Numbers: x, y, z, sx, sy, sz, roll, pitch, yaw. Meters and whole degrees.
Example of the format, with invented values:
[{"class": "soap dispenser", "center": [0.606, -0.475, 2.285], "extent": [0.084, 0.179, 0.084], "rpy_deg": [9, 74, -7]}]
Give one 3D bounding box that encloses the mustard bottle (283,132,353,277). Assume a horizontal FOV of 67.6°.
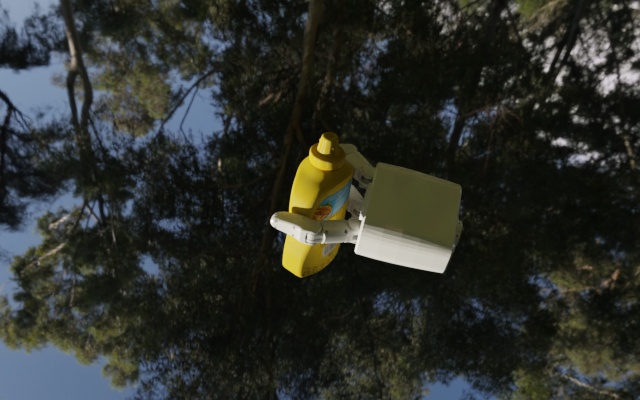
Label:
[{"class": "mustard bottle", "center": [0.000, 0.002, 0.589], "extent": [0.058, 0.192, 0.096], "rpy_deg": [31, 45, 24]}]
